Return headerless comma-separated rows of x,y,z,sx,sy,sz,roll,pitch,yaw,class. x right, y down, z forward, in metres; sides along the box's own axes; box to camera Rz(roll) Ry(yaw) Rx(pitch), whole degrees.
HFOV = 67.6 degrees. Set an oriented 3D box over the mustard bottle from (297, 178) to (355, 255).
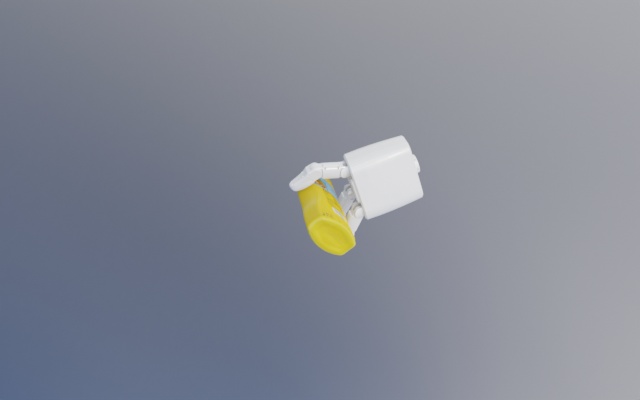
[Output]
0.000,0.003,0.826,0.096,0.058,0.191,39,19,-34,mustard bottle
